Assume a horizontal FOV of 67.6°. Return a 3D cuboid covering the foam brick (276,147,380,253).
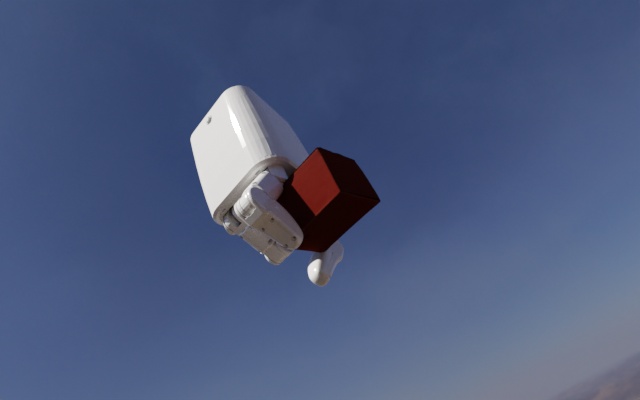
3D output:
[{"bbox_3d":[0.000,0.001,0.413,0.053,0.051,0.078,14,-49,-46],"label":"foam brick"}]
